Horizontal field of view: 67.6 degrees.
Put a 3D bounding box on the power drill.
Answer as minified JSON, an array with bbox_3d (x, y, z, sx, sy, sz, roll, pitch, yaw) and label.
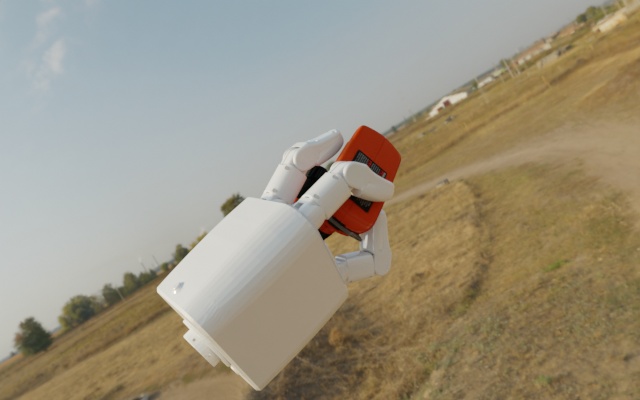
[{"bbox_3d":[0.000,0.002,0.493,0.057,0.184,0.188,36,-37,-12],"label":"power drill"}]
